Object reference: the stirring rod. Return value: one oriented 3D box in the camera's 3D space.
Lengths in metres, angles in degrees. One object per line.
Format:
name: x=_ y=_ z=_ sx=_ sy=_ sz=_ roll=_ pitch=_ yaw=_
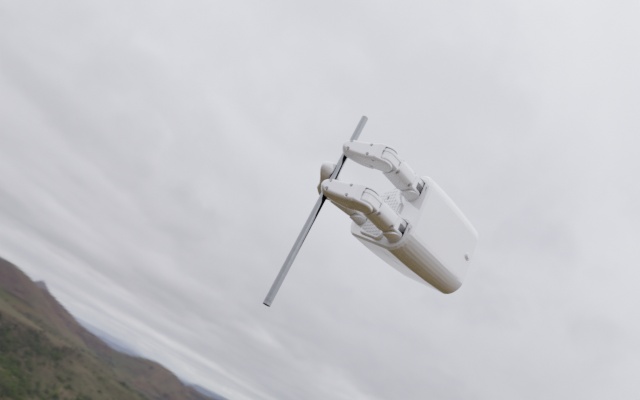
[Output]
stirring rod: x=0.000 y=0.002 z=0.499 sx=0.011 sy=0.239 sz=0.011 roll=23 pitch=-25 yaw=11
